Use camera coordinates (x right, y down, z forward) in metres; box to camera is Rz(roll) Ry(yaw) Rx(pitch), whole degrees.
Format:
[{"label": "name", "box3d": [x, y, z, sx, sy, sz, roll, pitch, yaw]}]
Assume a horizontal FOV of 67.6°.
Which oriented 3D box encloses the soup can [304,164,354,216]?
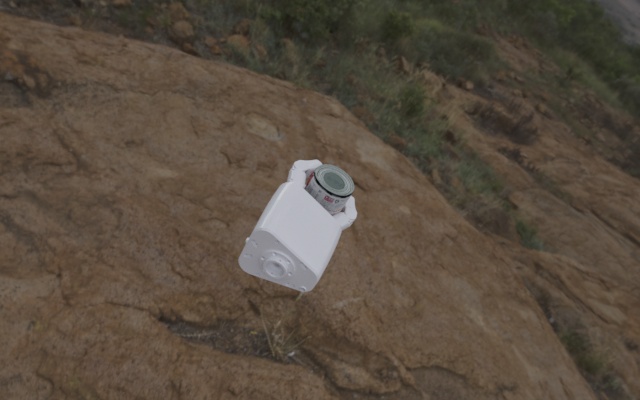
[{"label": "soup can", "box3d": [0.000, 0.002, 0.737, 0.068, 0.068, 0.102, 0, -41, -34]}]
